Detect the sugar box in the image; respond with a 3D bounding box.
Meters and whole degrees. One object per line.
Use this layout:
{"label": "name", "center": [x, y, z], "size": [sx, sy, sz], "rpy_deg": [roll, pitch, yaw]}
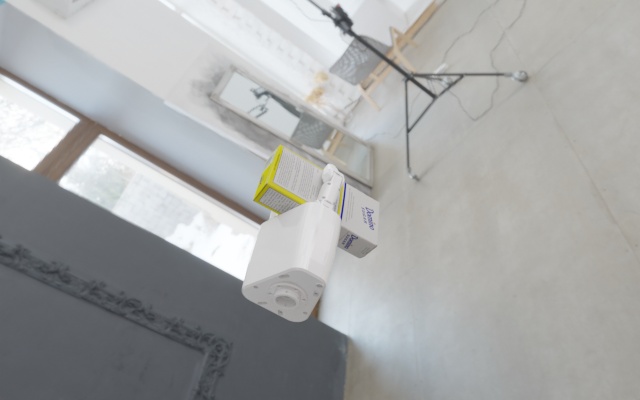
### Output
{"label": "sugar box", "center": [0.000, 0.003, 0.666], "size": [0.176, 0.093, 0.048], "rpy_deg": [32, -51, -18]}
